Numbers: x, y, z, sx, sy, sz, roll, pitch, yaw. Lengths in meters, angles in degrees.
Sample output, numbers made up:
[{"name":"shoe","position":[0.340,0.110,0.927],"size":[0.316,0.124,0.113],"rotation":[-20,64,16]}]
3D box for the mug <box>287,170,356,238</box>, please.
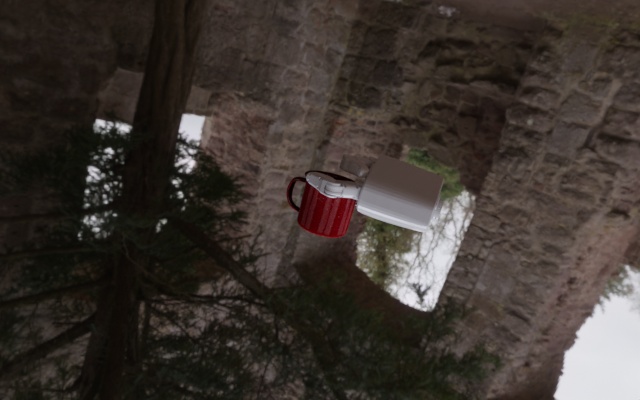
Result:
[{"name":"mug","position":[-0.001,0.002,0.746],"size":[0.117,0.081,0.093],"rotation":[19,16,13]}]
